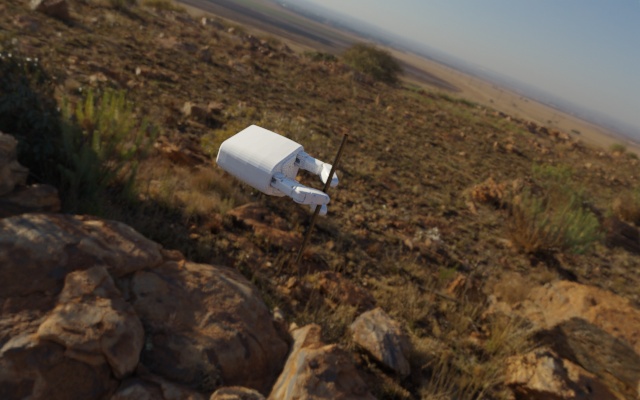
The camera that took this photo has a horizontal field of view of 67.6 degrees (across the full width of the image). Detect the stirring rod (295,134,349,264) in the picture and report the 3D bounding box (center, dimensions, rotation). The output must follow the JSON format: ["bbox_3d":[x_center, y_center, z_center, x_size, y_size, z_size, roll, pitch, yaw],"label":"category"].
[{"bbox_3d":[0.000,0.003,0.786,0.011,0.240,0.011,18,21,-7],"label":"stirring rod"}]
